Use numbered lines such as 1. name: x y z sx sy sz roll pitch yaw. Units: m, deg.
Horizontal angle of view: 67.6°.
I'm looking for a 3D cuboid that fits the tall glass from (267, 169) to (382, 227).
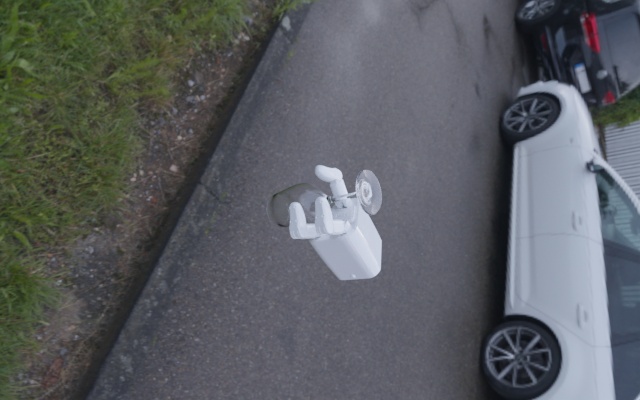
1. tall glass: 0.001 0.002 0.818 0.201 0.079 0.079 -11 -7 37
